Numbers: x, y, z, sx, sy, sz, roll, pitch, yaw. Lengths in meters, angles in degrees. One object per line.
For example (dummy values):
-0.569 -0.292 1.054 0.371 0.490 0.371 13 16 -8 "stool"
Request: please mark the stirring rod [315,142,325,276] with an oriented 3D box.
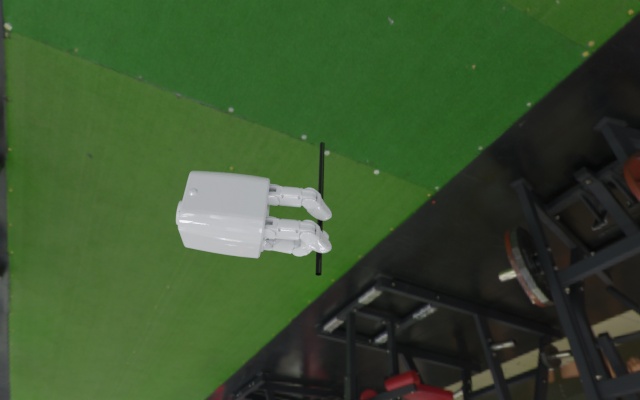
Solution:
0.000 0.002 0.697 0.011 0.239 0.011 1 -39 1 "stirring rod"
